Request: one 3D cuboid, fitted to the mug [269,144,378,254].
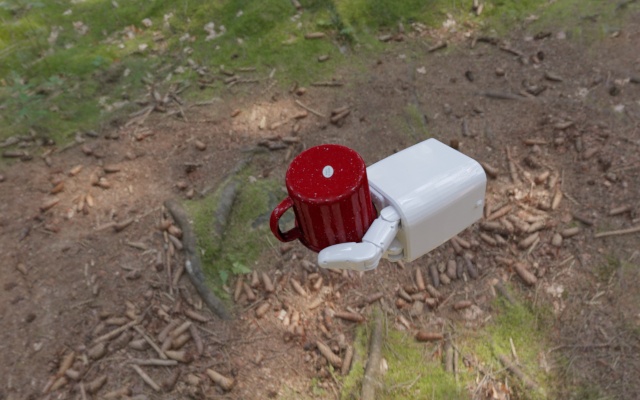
[{"bbox_3d":[-0.001,0.002,0.492,0.117,0.082,0.093,-27,50,-11],"label":"mug"}]
